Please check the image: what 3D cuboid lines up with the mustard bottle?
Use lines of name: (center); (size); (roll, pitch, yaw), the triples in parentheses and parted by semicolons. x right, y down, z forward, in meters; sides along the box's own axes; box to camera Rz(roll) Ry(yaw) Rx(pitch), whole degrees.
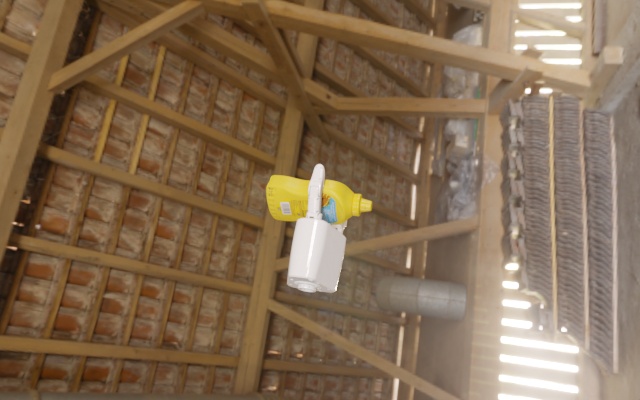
mustard bottle: (0.000, 0.003, 0.889); (0.191, 0.096, 0.058); (5, 44, 14)
